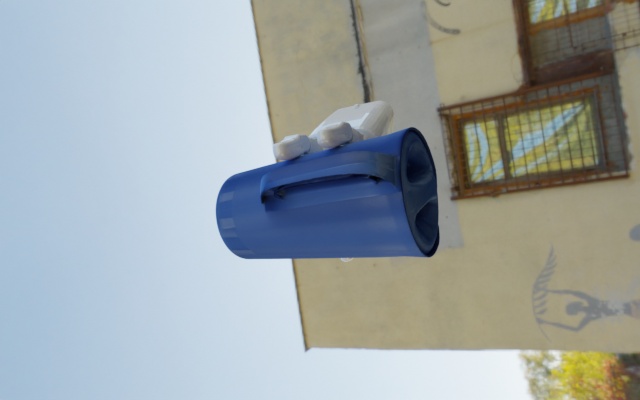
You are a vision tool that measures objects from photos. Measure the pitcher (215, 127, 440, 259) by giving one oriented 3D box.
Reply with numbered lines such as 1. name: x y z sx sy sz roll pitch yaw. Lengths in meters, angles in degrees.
1. pitcher: 0.000 0.002 0.531 0.243 0.149 0.145 -8 27 28
